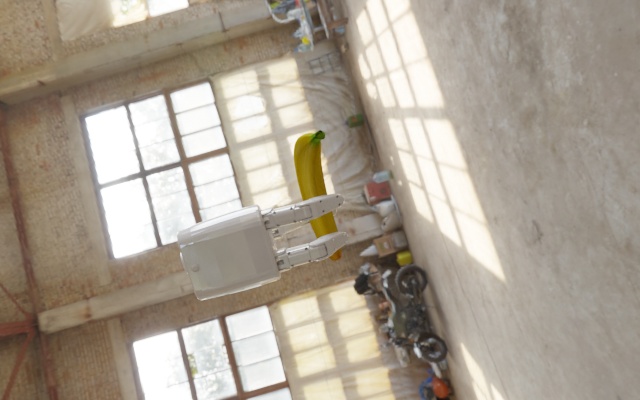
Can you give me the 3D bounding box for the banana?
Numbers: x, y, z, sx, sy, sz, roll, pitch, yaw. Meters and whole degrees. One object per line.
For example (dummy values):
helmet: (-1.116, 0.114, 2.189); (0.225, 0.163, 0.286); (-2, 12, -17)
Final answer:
banana: (-0.006, -0.010, 0.629); (0.037, 0.198, 0.069); (-17, 34, -9)
